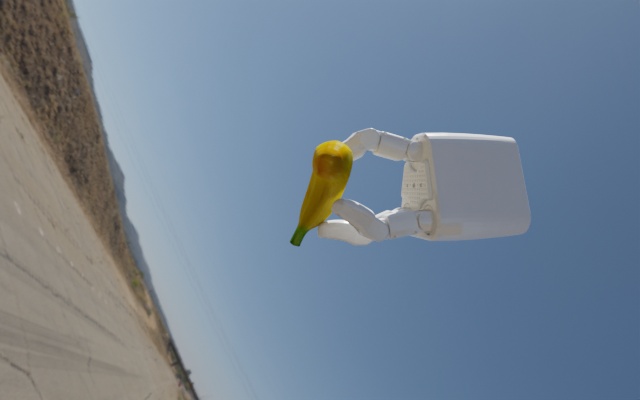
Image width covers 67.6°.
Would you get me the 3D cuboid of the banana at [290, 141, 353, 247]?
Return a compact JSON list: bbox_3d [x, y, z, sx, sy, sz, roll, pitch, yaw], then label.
[{"bbox_3d":[0.005,-0.013,0.453,0.037,0.069,0.198,19,-25,0],"label":"banana"}]
